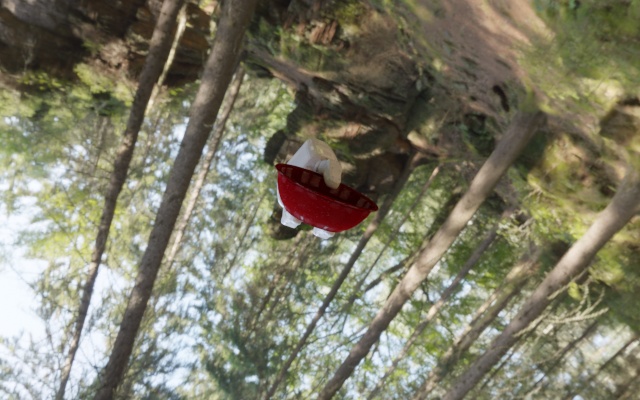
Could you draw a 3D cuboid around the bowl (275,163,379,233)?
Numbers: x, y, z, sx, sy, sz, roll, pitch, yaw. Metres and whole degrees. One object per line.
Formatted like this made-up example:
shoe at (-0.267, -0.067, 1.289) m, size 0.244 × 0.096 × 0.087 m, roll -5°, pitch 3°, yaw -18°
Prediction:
bowl at (0.000, 0.003, 0.693) m, size 0.162 × 0.055 × 0.162 m, roll 22°, pitch 11°, yaw -4°
